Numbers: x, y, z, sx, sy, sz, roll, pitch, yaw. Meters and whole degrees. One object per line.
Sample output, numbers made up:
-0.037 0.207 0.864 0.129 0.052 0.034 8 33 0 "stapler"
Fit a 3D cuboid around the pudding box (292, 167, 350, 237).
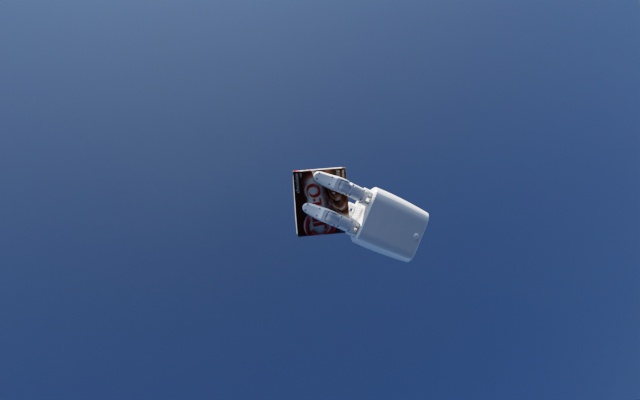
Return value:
0.000 0.003 0.811 0.090 0.113 0.039 -5 1 -7 "pudding box"
